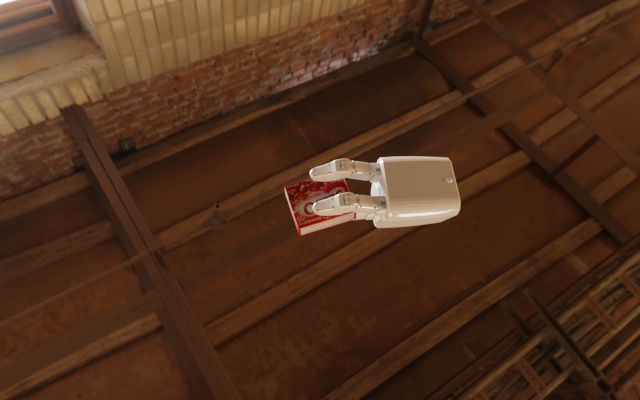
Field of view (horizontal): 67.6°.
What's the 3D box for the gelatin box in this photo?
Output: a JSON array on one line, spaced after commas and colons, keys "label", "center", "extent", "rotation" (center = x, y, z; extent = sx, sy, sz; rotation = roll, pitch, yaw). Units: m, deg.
[{"label": "gelatin box", "center": [0.000, 0.003, 0.693], "extent": [0.089, 0.073, 0.030], "rotation": [-17, -26, -7]}]
